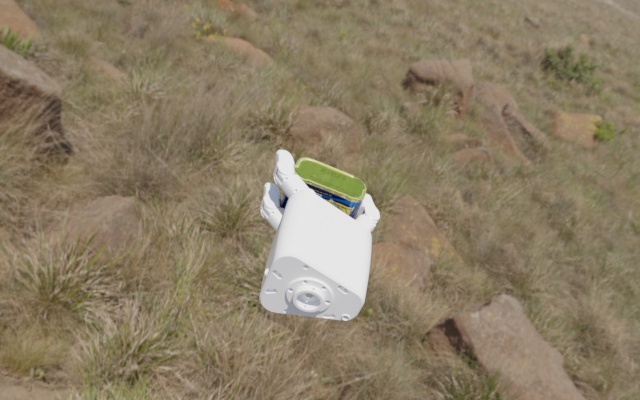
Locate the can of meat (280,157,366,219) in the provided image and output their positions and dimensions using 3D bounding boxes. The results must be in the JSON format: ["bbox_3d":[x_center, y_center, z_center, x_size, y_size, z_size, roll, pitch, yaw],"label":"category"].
[{"bbox_3d":[0.000,0.002,0.623,0.102,0.084,0.057,21,36,-3],"label":"can of meat"}]
